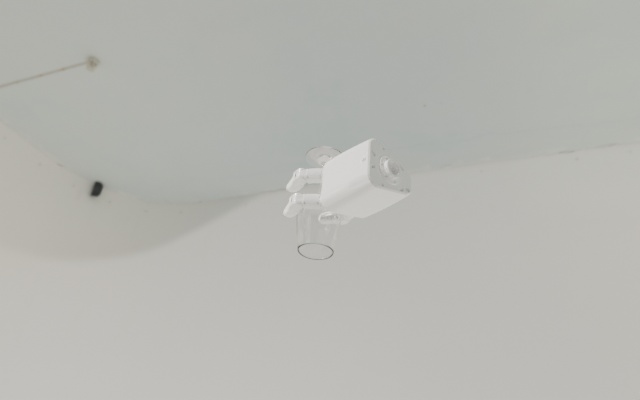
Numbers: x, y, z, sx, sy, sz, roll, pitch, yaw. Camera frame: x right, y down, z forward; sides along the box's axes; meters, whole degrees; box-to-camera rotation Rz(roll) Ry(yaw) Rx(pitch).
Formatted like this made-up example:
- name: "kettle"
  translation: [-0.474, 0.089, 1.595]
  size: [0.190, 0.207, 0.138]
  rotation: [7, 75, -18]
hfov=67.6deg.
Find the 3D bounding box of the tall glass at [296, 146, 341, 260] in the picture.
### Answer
- name: "tall glass"
  translation: [0.000, 0.002, 0.856]
  size: [0.079, 0.201, 0.079]
  rotation: [4, -32, 3]
